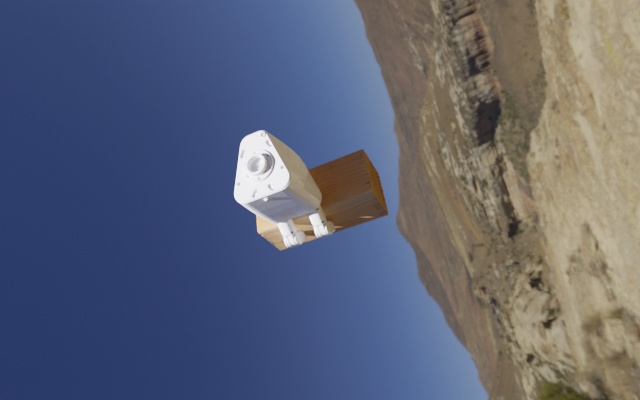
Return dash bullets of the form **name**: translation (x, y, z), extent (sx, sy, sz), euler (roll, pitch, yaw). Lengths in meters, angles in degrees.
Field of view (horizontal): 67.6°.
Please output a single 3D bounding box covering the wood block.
- **wood block**: translation (0.000, 0.002, 0.824), extent (0.206, 0.090, 0.090), euler (-19, -34, 17)
